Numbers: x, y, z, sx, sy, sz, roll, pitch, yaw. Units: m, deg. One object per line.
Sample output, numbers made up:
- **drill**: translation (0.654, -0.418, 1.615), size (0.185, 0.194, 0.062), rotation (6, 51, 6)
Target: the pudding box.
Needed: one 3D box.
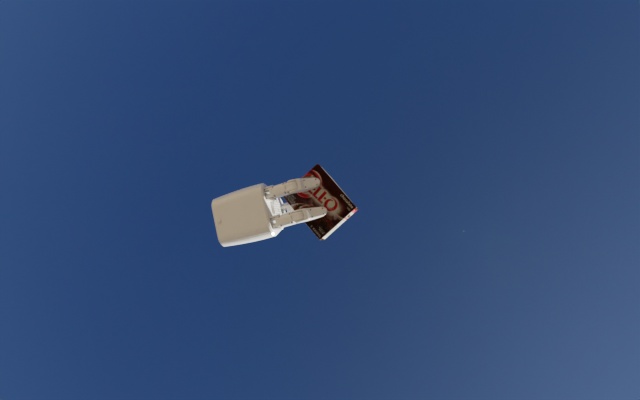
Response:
- **pudding box**: translation (0.000, 0.003, 0.878), size (0.090, 0.113, 0.039), rotation (-42, -11, 6)
